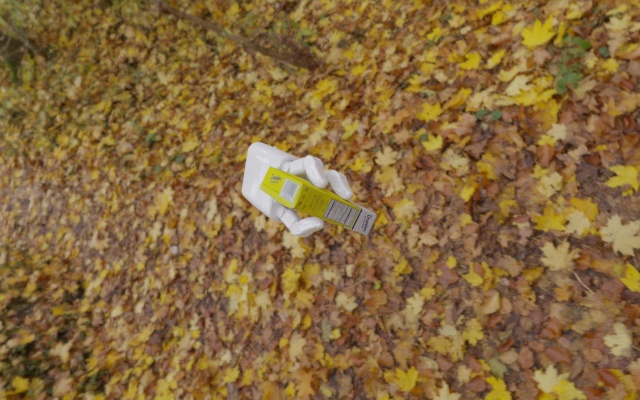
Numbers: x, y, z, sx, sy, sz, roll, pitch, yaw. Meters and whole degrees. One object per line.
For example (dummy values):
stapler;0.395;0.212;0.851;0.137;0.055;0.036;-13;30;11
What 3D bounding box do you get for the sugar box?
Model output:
sugar box;0.000;0.002;0.757;0.176;0.048;0.093;19;8;-43
